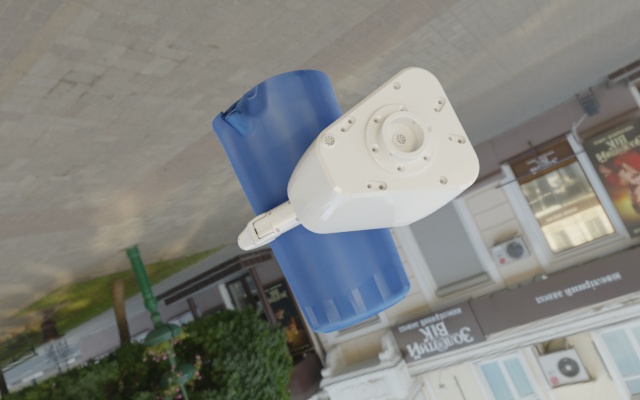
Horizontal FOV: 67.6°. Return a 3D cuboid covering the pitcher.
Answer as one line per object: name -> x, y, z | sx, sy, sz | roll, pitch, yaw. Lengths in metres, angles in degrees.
pitcher -> 0.000, 0.002, 0.496 | 0.149, 0.243, 0.145 | -21, -9, -18
